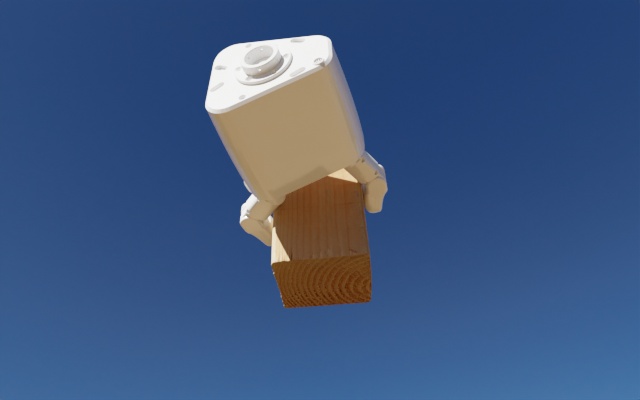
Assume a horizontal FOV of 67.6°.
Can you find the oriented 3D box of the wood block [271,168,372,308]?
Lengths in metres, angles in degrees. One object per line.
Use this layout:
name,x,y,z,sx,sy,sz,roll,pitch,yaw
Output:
wood block,0.000,0.001,0.519,0.091,0.206,0.090,-5,-40,3
